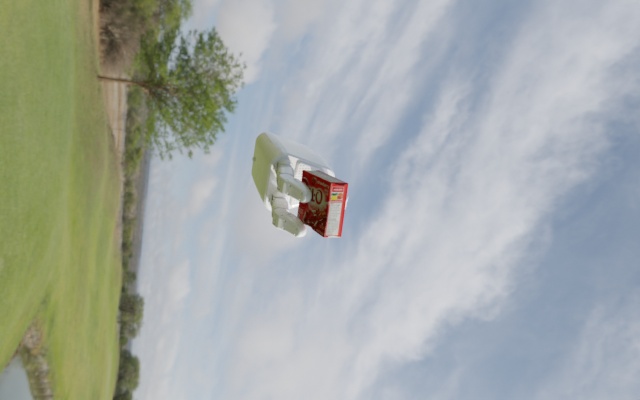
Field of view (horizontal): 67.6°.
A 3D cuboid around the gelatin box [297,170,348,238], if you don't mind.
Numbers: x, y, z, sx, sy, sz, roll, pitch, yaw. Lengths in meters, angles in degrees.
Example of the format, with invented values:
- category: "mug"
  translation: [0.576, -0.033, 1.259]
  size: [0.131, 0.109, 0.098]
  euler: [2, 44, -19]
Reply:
- category: "gelatin box"
  translation: [0.001, 0.002, 0.644]
  size: [0.030, 0.073, 0.089]
  euler: [1, 14, -28]
